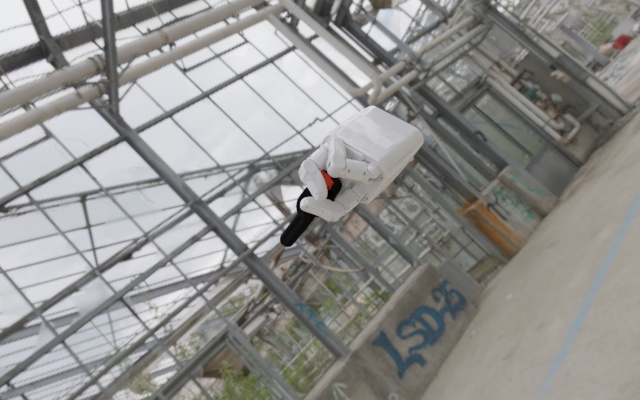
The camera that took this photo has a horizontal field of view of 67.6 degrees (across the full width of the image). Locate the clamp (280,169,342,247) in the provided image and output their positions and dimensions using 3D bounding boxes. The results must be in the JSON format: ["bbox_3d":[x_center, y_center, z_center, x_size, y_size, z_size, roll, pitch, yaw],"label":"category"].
[{"bbox_3d":[0.000,0.002,0.738,0.120,0.039,0.171,-40,-11,-34],"label":"clamp"}]
